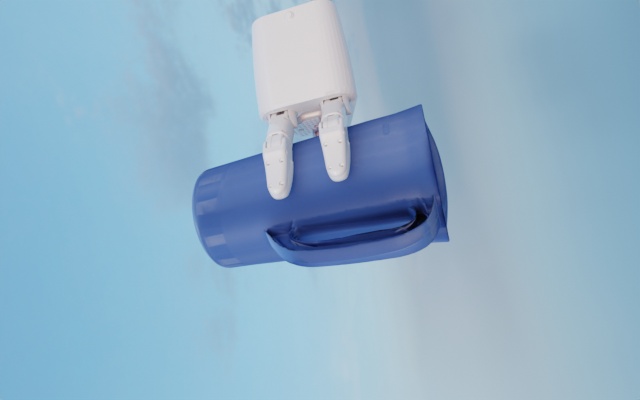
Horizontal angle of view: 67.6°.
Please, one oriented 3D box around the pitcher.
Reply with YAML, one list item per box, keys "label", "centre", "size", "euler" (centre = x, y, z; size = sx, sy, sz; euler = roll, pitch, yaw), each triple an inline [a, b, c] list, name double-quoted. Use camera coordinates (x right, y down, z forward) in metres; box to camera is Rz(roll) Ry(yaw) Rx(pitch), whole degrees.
- label: "pitcher"
  centre: [0.000, 0.001, 0.472]
  size: [0.243, 0.145, 0.149]
  euler: [-12, -14, 14]
